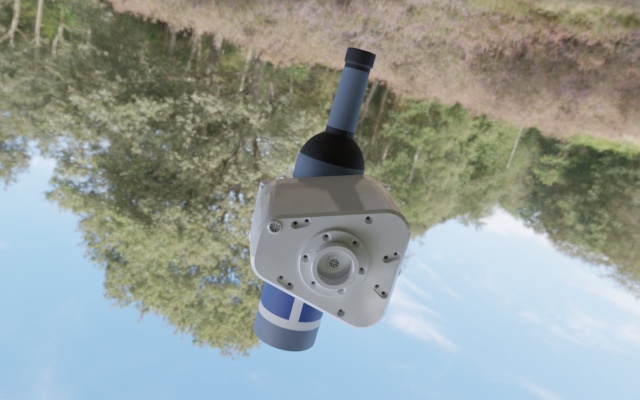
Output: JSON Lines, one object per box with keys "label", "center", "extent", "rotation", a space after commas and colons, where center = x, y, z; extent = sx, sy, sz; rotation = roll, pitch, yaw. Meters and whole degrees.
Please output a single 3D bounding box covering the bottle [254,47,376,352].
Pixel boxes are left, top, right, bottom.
{"label": "bottle", "center": [0.000, 0.002, 0.470], "extent": [0.069, 0.296, 0.069], "rotation": [15, 12, -3]}
